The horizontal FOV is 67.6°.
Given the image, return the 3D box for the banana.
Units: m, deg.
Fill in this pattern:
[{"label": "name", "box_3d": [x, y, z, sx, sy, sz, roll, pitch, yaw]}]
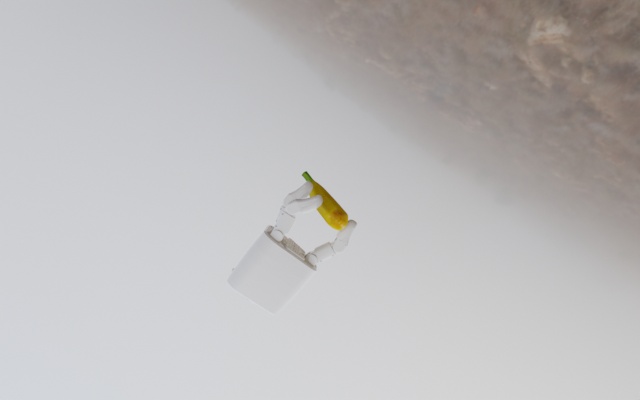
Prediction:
[{"label": "banana", "box_3d": [0.011, 0.012, 0.810, 0.070, 0.037, 0.197, 42, 4, -29]}]
